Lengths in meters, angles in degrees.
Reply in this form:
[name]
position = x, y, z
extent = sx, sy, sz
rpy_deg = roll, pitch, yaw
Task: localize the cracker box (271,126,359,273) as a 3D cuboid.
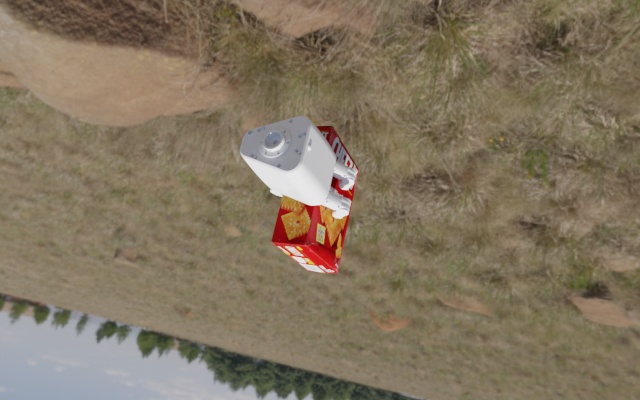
[cracker box]
position = 0.000, 0.003, 0.832
extent = 0.072, 0.213, 0.164
rpy_deg = 4, -22, 23
